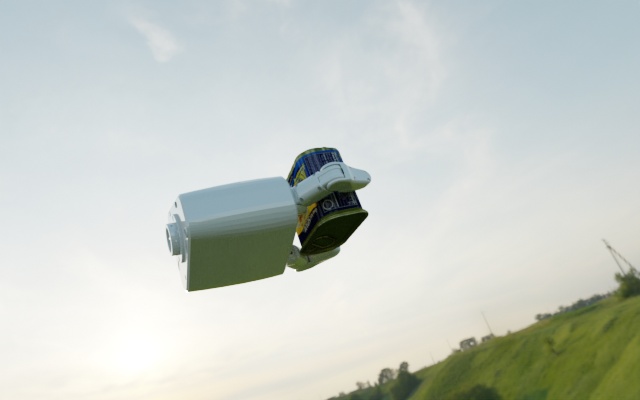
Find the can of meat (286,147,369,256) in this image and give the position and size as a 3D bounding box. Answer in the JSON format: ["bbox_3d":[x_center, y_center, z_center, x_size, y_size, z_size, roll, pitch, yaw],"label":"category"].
[{"bbox_3d":[0.000,0.001,0.526,0.057,0.084,0.102,-10,-24,-24],"label":"can of meat"}]
